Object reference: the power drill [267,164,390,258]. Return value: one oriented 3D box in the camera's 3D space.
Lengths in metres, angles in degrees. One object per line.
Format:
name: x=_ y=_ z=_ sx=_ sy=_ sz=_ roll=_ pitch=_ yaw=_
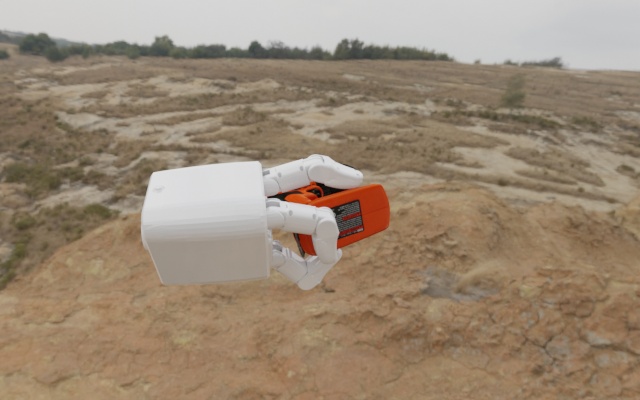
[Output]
power drill: x=0.000 y=0.002 z=0.567 sx=0.184 sy=0.057 sz=0.187 roll=-20 pitch=16 yaw=-23
